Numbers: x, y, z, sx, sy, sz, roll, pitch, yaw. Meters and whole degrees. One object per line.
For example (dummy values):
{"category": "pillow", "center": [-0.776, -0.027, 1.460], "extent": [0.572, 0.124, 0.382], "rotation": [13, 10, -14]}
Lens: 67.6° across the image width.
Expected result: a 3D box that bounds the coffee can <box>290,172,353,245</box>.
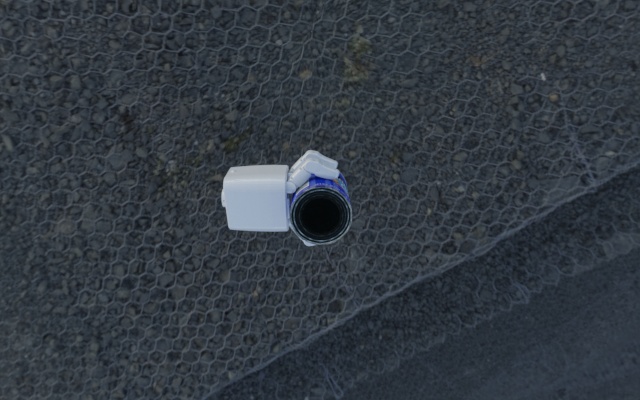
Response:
{"category": "coffee can", "center": [0.000, 0.003, 0.838], "extent": [0.103, 0.103, 0.140], "rotation": [0, 20, -1]}
